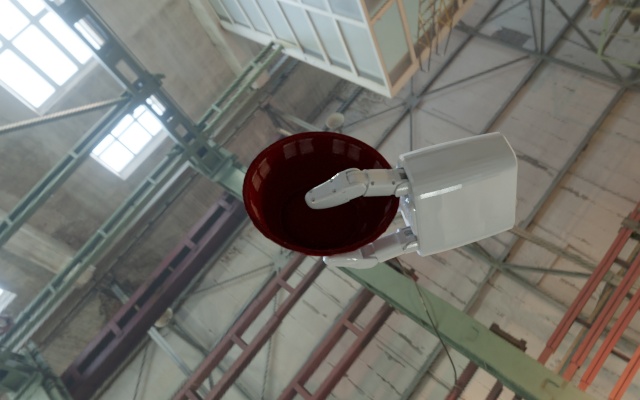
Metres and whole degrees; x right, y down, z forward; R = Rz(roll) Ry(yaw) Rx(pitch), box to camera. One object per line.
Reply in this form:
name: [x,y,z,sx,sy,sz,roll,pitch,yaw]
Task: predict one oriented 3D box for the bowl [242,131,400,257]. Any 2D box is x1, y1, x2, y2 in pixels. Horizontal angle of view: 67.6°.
bowl: [-0.001,0.002,0.509,0.162,0.162,0.055,0,-37,-3]
